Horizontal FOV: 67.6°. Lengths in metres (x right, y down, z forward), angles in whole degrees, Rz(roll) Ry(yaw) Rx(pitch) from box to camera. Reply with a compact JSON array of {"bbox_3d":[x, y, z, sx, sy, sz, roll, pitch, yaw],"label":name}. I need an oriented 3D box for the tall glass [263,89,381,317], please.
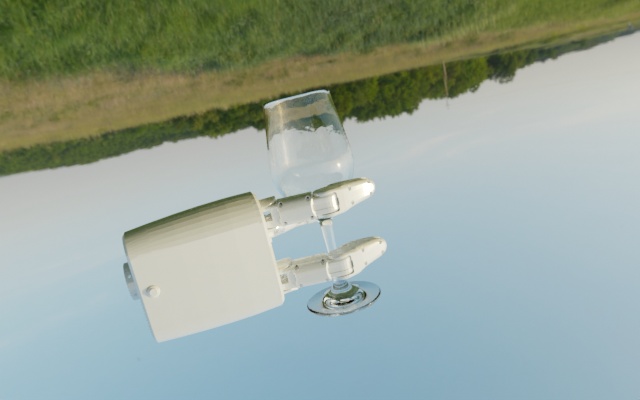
[{"bbox_3d":[0.000,0.002,0.449,0.079,0.201,0.079,-13,11,3],"label":"tall glass"}]
